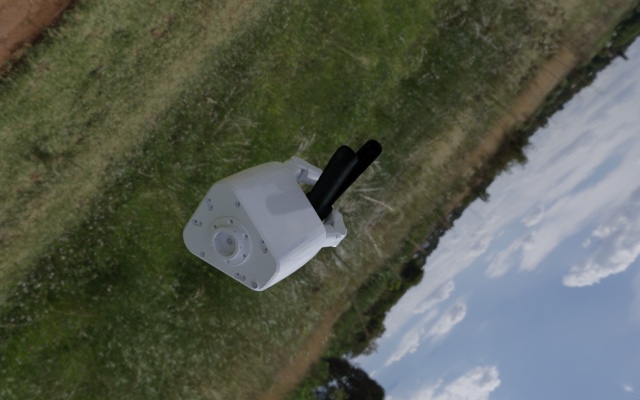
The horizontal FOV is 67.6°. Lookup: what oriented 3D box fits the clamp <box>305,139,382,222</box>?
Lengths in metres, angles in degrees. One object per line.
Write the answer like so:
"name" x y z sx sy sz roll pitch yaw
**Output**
"clamp" 0.000 0.003 0.609 0.036 0.210 0.164 43 26 8
